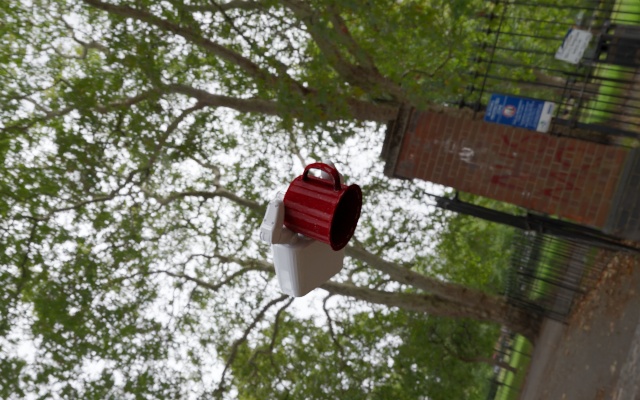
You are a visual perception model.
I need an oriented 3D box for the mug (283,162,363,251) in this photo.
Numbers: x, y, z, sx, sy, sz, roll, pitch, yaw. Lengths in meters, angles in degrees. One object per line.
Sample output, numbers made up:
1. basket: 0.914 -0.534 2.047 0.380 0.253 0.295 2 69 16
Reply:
1. mug: 0.000 0.001 0.638 0.081 0.117 0.093 18 40 25
